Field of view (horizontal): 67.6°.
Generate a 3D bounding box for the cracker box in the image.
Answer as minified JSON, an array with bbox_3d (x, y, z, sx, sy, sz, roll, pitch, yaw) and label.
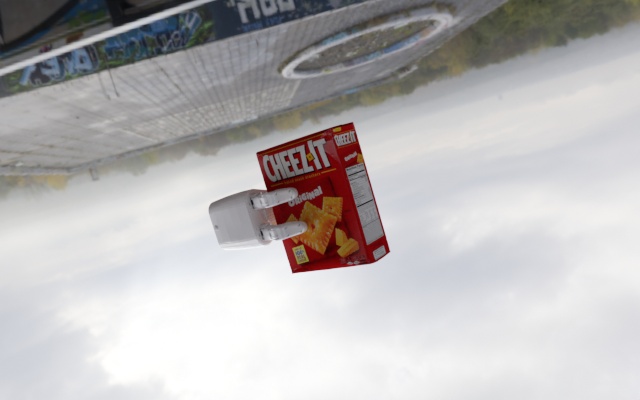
[{"bbox_3d":[0.000,0.003,0.761,0.164,0.214,0.072,-12,7,39],"label":"cracker box"}]
